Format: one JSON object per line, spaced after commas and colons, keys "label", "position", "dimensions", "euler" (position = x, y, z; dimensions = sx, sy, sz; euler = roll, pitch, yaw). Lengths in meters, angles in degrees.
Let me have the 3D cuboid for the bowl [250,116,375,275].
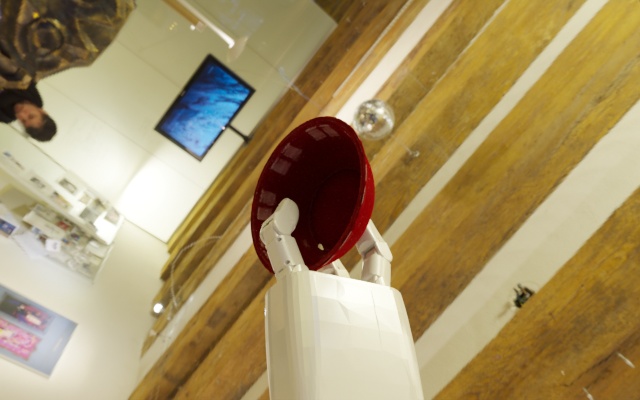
{"label": "bowl", "position": [0.000, 0.000, 0.475], "dimensions": [0.055, 0.162, 0.162], "euler": [20, -14, -41]}
